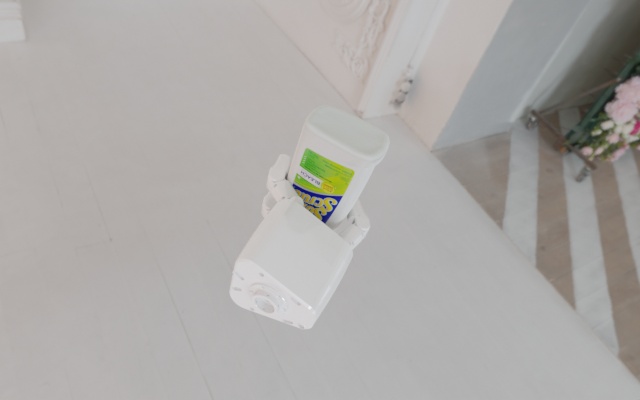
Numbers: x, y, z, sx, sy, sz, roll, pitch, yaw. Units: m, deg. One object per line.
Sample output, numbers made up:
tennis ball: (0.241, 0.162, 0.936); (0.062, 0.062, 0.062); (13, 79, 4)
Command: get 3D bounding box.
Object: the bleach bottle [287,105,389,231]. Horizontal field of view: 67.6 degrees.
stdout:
bleach bottle: (0.000, 0.002, 0.630); (0.102, 0.251, 0.068); (29, 46, 8)
